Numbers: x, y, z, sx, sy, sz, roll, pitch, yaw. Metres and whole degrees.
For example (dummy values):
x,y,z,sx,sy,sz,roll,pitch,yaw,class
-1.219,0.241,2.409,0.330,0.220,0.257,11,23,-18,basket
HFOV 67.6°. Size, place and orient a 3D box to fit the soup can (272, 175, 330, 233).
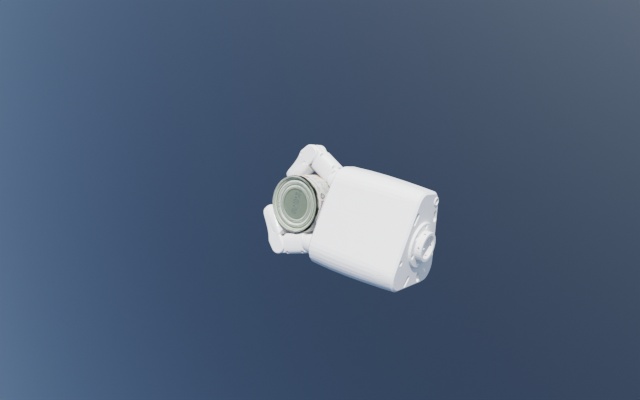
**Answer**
x,y,z,sx,sy,sz,roll,pitch,yaw,class
0.000,0.002,0.578,0.068,0.068,0.102,0,3,37,soup can
